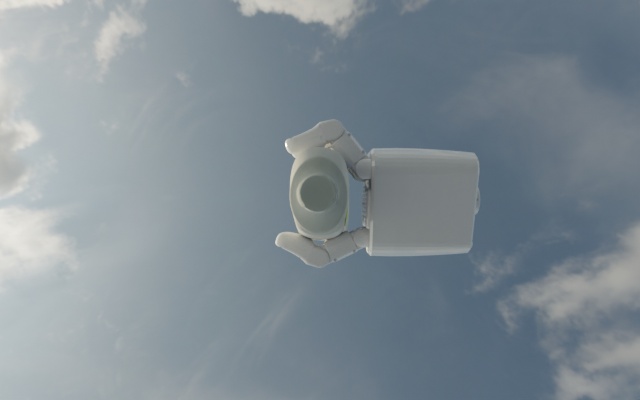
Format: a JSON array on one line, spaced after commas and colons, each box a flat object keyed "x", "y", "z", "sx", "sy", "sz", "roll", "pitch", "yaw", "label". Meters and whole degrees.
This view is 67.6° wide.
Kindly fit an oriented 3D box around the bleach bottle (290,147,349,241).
[{"x": 0.000, "y": 0.002, "z": 0.497, "sx": 0.068, "sy": 0.102, "sz": 0.251, "roll": 0, "pitch": 1, "yaw": 1, "label": "bleach bottle"}]
